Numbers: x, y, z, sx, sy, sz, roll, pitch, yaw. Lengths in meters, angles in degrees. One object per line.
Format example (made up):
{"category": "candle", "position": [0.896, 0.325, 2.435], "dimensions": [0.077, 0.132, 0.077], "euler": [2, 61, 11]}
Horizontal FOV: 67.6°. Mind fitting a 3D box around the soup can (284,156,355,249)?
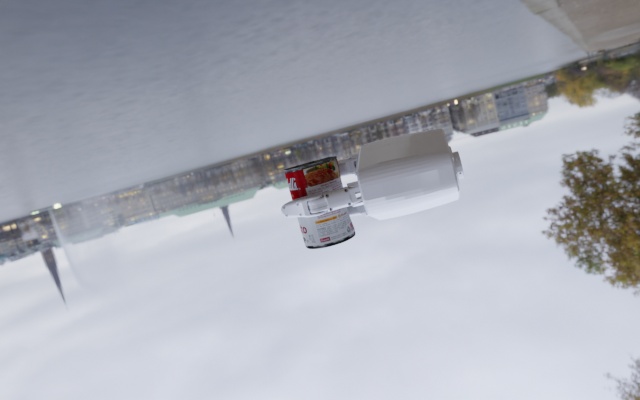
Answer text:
{"category": "soup can", "position": [0.000, 0.002, 0.597], "dimensions": [0.068, 0.102, 0.068], "euler": [-15, 7, 2]}
